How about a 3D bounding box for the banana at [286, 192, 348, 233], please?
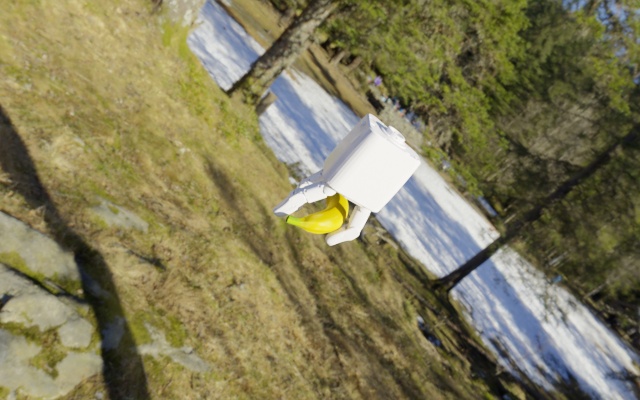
[{"bbox_3d":[0.013,0.015,0.801,0.069,0.037,0.197,40,24,7],"label":"banana"}]
